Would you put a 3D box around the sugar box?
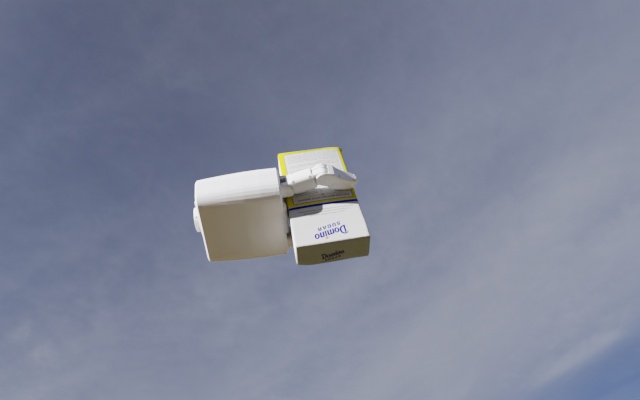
[{"bbox_3d":[0.000,0.002,0.634,0.093,0.176,0.048,-8,-42,-6],"label":"sugar box"}]
